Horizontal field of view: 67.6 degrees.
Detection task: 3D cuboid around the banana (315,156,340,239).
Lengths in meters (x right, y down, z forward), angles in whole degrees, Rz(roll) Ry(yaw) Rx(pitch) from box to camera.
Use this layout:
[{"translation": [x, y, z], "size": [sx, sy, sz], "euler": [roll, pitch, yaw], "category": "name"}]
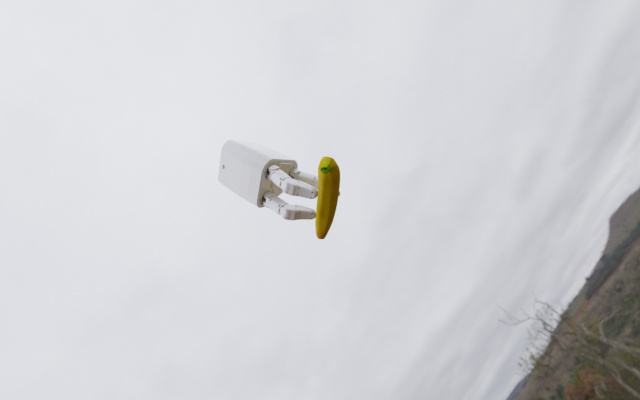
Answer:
[{"translation": [0.008, -0.012, 0.827], "size": [0.037, 0.069, 0.198], "euler": [21, -36, 16], "category": "banana"}]
